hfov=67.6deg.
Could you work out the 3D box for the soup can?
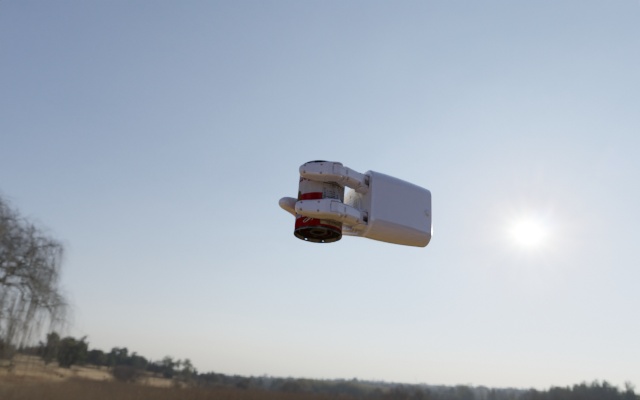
[{"bbox_3d":[0.000,0.002,0.677,0.068,0.102,0.068,4,-22,2],"label":"soup can"}]
